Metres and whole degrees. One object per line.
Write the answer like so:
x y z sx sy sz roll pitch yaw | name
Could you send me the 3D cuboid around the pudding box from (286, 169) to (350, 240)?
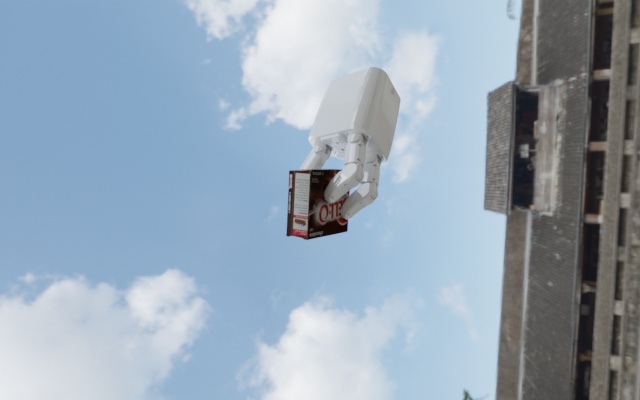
0.000 0.002 0.648 0.039 0.090 0.113 5 5 33 | pudding box
